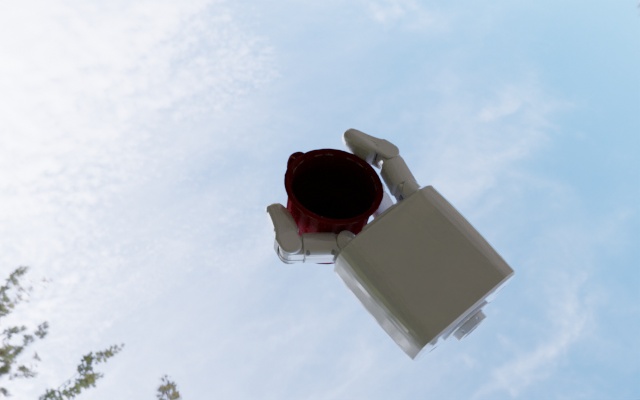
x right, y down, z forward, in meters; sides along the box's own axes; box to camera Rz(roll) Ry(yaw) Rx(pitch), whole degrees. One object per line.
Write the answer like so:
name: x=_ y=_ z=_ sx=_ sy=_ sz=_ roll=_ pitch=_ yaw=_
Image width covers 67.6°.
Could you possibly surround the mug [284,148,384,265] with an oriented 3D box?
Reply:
mug: x=-0.001 y=0.001 z=0.476 sx=0.093 sy=0.117 sz=0.082 roll=-26 pitch=-30 yaw=-28
